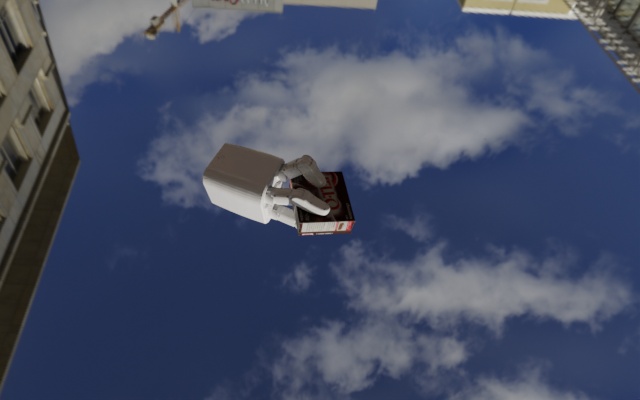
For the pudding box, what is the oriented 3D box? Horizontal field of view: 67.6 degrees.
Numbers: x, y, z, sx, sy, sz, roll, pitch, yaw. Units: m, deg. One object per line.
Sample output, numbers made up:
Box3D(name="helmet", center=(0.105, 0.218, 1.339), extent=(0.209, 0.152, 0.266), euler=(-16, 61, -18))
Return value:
Box3D(name="pudding box", center=(0.000, 0.003, 0.777), extent=(0.090, 0.113, 0.039), euler=(-2, -39, -12))
